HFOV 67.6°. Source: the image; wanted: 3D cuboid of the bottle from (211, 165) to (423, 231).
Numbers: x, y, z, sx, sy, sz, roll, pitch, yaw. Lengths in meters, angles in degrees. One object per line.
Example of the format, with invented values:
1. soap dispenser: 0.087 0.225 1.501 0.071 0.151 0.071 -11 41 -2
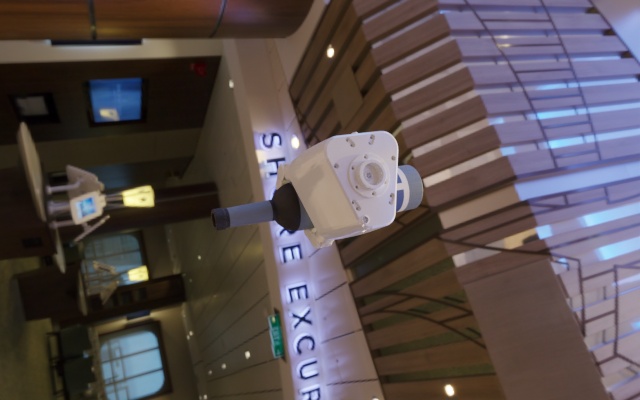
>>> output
1. bottle: 0.000 0.002 0.651 0.295 0.069 0.069 -10 4 -24
